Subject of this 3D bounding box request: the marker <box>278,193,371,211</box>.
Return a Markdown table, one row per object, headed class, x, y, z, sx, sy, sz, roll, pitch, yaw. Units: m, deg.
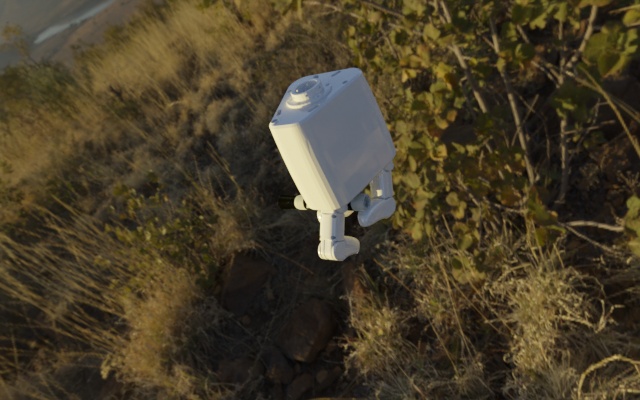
| class | x | y | z | sx | sy | sz | roll | pitch | yaw |
| --- | --- | --- | --- | --- | --- | --- | --- | --- | --- |
| marker | 0.000 | 0.002 | 0.541 | 0.121 | 0.020 | 0.020 | 0 | 0 | 35 |
